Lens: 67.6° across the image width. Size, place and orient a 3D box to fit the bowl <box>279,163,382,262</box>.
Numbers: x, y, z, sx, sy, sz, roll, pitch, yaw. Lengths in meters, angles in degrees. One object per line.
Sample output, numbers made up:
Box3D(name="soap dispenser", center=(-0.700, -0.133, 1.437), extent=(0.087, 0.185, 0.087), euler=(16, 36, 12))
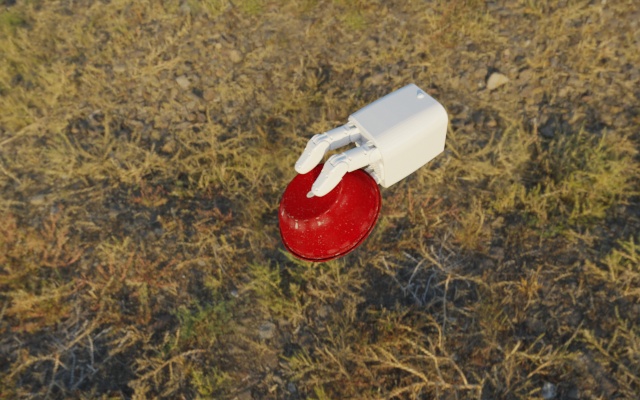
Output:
Box3D(name="bowl", center=(-0.001, 0.003, 0.666), extent=(0.162, 0.162, 0.055), euler=(0, -31, 31))
